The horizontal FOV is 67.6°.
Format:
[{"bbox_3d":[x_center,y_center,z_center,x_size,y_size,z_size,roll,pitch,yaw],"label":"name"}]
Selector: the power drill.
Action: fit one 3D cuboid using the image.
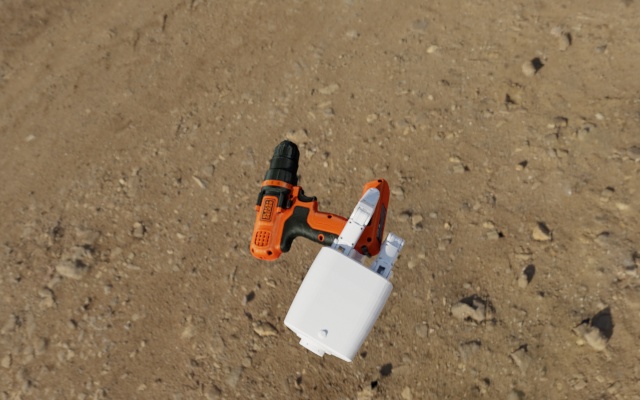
[{"bbox_3d":[0.000,0.003,0.680,0.187,0.184,0.057,4,-17,20],"label":"power drill"}]
